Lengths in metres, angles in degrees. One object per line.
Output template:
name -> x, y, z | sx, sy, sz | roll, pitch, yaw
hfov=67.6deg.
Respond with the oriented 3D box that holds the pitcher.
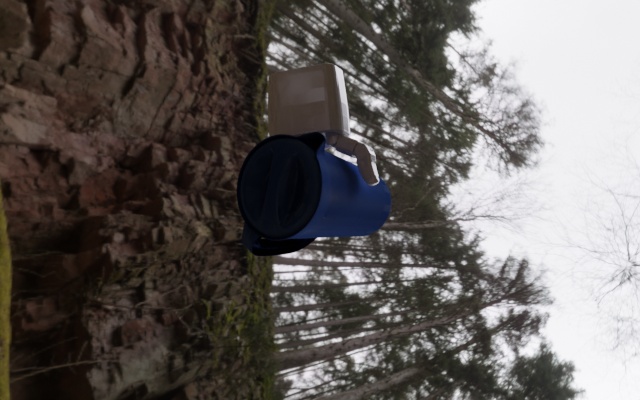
pitcher -> 0.000, 0.002, 0.689 | 0.149, 0.145, 0.243 | -11, -12, 31
